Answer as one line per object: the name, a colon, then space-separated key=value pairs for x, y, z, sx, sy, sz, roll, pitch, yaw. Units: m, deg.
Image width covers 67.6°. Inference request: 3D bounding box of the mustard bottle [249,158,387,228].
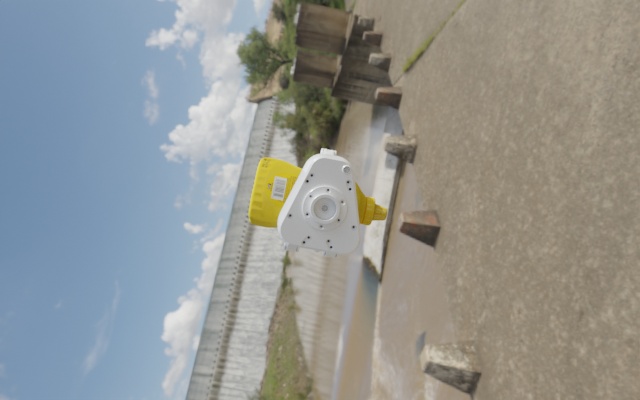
mustard bottle: x=0.000 y=0.002 z=0.679 sx=0.191 sy=0.096 sz=0.058 roll=10 pitch=-20 yaw=-3
